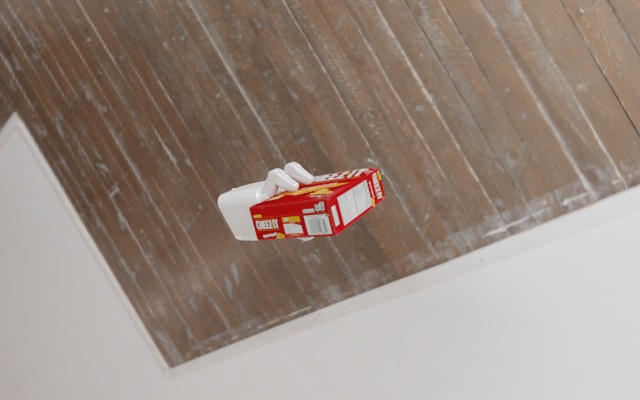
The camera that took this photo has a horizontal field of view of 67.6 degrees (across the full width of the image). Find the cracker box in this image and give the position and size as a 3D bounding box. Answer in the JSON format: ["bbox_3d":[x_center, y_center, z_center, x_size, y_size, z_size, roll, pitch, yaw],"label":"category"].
[{"bbox_3d":[0.000,0.003,0.876,0.164,0.072,0.213,-6,14,31],"label":"cracker box"}]
